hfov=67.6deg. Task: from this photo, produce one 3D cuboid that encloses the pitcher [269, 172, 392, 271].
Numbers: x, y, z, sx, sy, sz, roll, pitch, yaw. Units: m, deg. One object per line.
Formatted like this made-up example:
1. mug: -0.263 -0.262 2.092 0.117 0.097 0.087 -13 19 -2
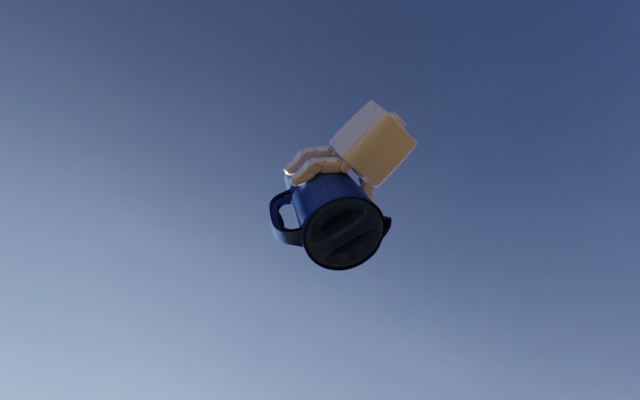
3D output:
1. pitcher: 0.000 0.003 0.828 0.149 0.145 0.242 36 12 -28
